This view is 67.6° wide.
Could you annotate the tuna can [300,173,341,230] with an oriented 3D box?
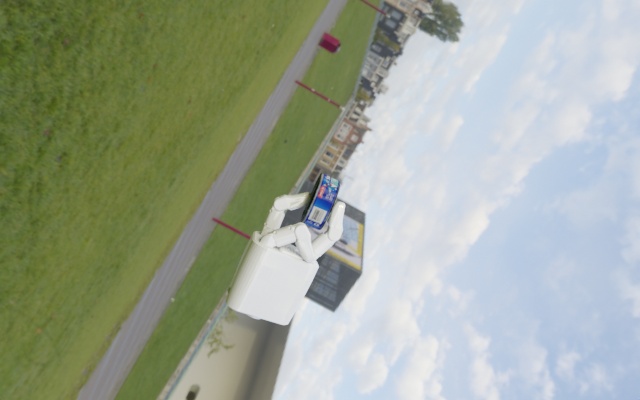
[{"bbox_3d":[0.001,0.003,0.751,0.034,0.086,0.086,23,-3,-6],"label":"tuna can"}]
